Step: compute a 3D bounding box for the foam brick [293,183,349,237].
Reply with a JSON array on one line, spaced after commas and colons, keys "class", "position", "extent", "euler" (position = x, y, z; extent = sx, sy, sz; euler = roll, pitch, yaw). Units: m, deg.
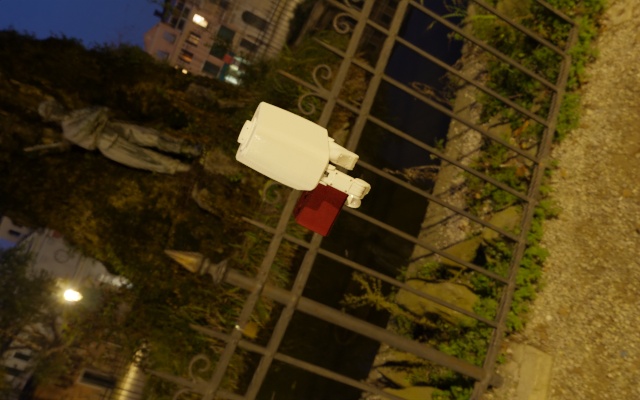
[{"class": "foam brick", "position": [0.000, 0.003, 0.697], "extent": [0.051, 0.078, 0.053], "euler": [23, 12, -17]}]
